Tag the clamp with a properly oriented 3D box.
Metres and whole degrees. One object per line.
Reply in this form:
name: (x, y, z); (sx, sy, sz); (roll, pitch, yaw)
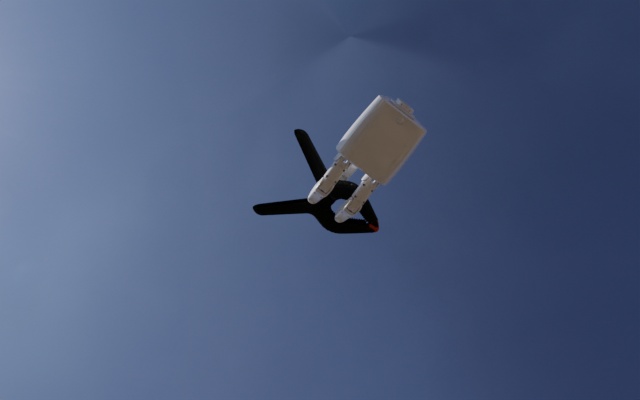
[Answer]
clamp: (0.001, 0.002, 0.802); (0.210, 0.164, 0.036); (35, 20, -9)
